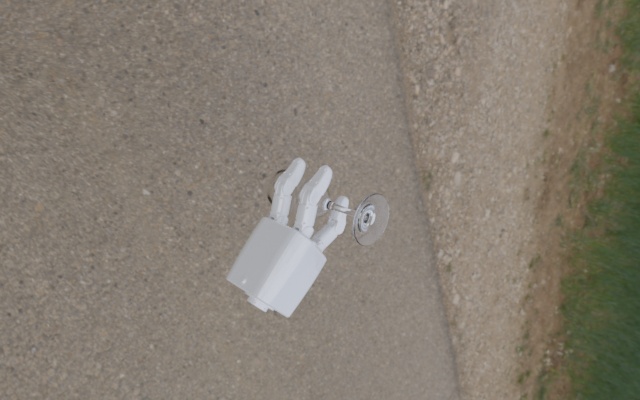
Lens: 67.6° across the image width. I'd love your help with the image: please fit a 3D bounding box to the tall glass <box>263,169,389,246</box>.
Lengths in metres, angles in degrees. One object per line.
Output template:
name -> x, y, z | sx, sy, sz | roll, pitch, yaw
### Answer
tall glass -> 0.001, 0.002, 0.712 | 0.079, 0.079, 0.201 | 0, 14, -46
